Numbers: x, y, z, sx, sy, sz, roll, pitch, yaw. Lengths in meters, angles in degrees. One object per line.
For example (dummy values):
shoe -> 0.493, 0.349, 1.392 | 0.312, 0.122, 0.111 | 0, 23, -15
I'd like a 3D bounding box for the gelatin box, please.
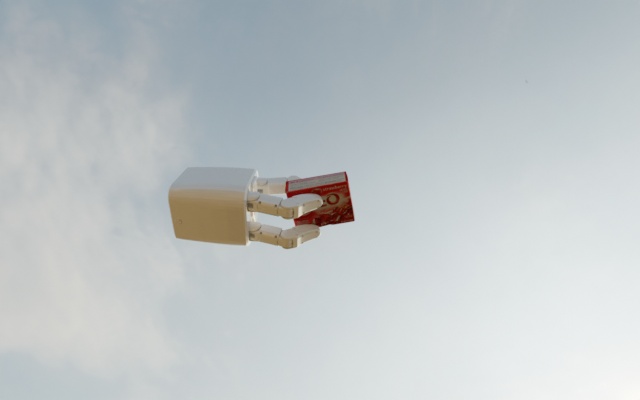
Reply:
gelatin box -> 0.000, 0.002, 0.680 | 0.089, 0.073, 0.030 | -10, 37, 4
